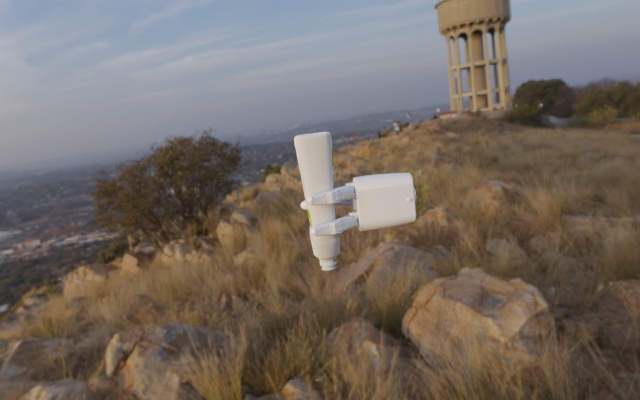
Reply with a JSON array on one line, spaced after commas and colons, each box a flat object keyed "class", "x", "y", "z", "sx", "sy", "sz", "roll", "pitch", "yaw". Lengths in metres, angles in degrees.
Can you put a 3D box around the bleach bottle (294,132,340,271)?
[{"class": "bleach bottle", "x": 0.000, "y": 0.003, "z": 0.882, "sx": 0.068, "sy": 0.251, "sz": 0.102, "roll": -7, "pitch": 10, "yaw": -1}]
